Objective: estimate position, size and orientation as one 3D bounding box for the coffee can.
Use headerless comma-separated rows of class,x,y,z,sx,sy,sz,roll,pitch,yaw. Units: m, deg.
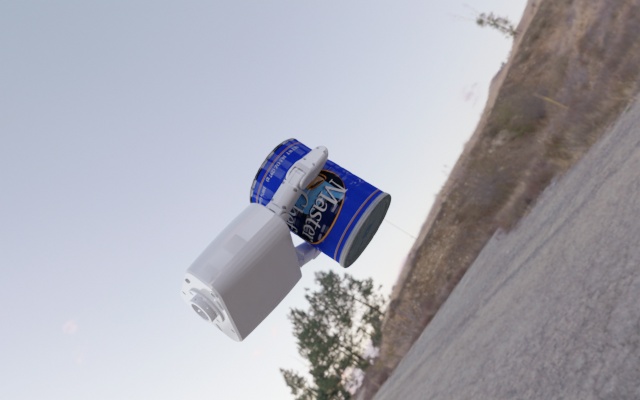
coffee can,0.000,0.002,0.581,0.140,0.103,0.103,32,10,17
